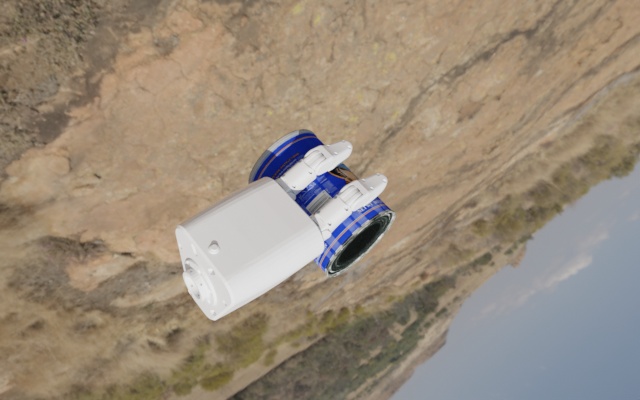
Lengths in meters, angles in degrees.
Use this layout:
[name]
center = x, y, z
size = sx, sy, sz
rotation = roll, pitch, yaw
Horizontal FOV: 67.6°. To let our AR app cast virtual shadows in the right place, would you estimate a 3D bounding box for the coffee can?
[coffee can]
center = 0.000, 0.002, 0.547
size = 0.140, 0.103, 0.103
rotation = 46, 20, 20
